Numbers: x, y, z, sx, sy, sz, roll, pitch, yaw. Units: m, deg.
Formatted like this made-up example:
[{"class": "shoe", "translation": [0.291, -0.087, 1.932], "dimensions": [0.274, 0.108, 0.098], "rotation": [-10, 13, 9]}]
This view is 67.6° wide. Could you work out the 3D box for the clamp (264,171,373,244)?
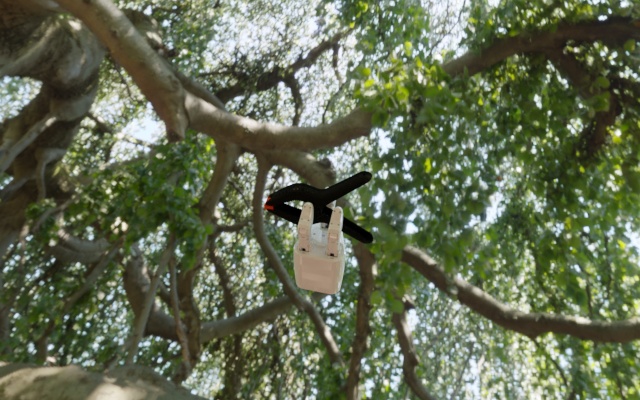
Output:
[{"class": "clamp", "translation": [0.000, 0.002, 0.875], "dimensions": [0.210, 0.165, 0.036], "rotation": [9, 41, 7]}]
